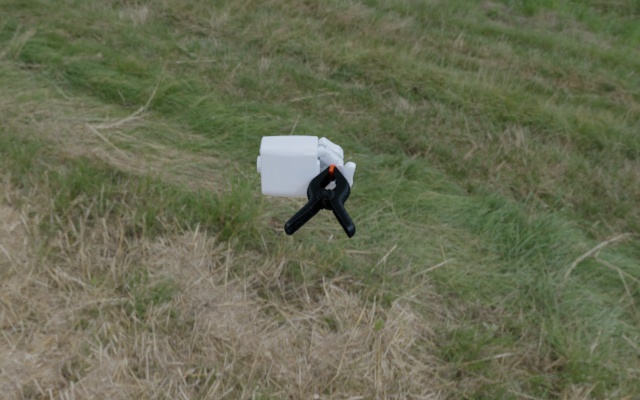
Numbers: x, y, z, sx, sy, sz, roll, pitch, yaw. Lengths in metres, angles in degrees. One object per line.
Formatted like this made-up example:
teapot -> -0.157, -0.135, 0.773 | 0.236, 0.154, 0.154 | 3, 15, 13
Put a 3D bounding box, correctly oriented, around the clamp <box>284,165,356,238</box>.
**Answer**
clamp -> 0.000, 0.002, 0.843 | 0.120, 0.039, 0.171 | 0, 41, 2
